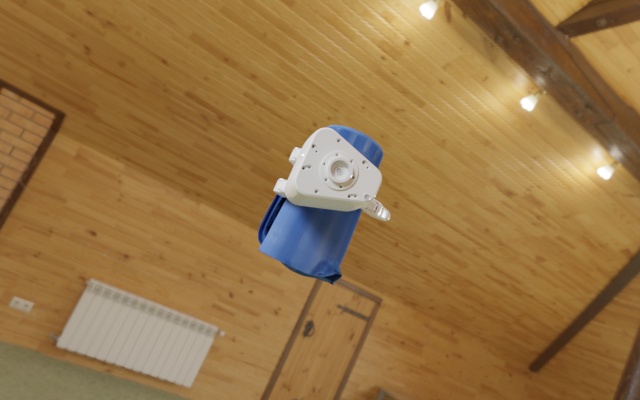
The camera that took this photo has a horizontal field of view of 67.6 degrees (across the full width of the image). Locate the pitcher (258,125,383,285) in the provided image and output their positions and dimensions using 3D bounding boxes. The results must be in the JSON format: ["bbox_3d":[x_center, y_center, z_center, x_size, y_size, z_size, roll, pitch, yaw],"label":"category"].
[{"bbox_3d":[0.000,0.003,0.786,0.149,0.243,0.145,25,-8,-4],"label":"pitcher"}]
